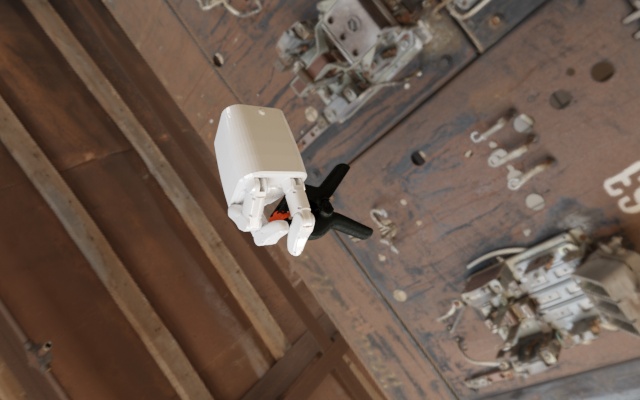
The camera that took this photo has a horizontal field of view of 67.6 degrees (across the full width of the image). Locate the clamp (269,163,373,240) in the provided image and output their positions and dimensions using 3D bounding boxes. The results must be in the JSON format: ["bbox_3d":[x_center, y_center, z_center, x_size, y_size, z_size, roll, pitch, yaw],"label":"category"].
[{"bbox_3d":[0.000,0.003,0.680,0.171,0.120,0.039,0,-24,-42],"label":"clamp"}]
